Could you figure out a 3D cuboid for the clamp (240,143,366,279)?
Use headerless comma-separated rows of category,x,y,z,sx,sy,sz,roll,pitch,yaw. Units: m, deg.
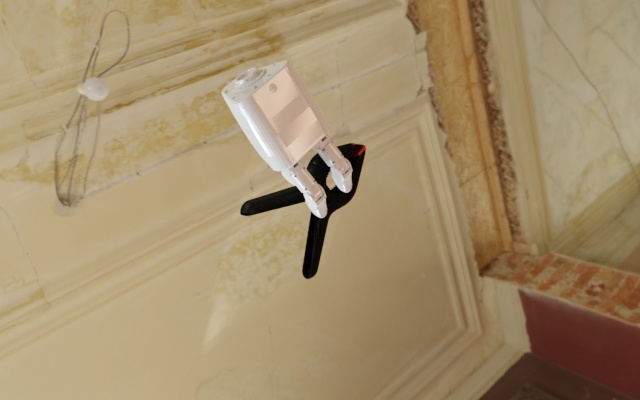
clamp,0.000,0.002,0.698,0.210,0.165,0.036,-45,35,-20
